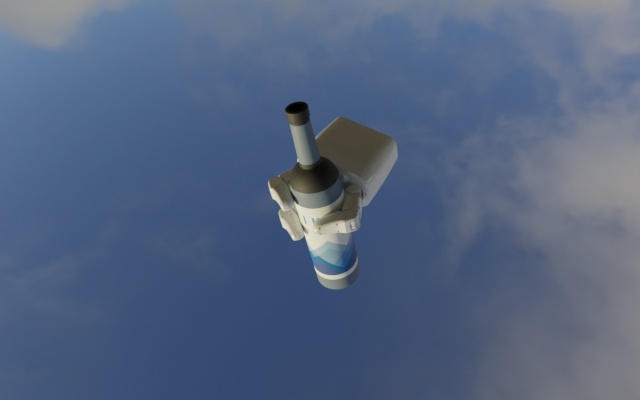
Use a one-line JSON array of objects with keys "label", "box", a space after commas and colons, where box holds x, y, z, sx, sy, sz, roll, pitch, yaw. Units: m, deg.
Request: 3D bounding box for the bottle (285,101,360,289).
[{"label": "bottle", "box": [0.000, 0.002, 0.643, 0.069, 0.296, 0.069, -8, 41, 7]}]
